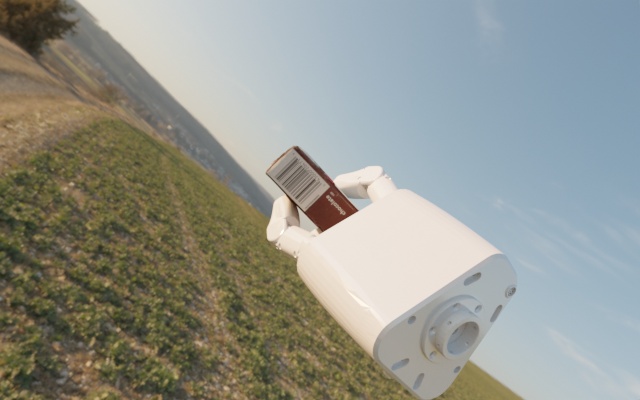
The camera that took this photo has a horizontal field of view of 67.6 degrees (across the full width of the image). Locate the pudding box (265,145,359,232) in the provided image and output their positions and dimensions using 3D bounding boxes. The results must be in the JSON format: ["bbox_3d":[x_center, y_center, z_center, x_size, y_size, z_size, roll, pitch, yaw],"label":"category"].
[{"bbox_3d":[0.000,0.001,0.441,0.039,0.113,0.090,-42,7,-2],"label":"pudding box"}]
